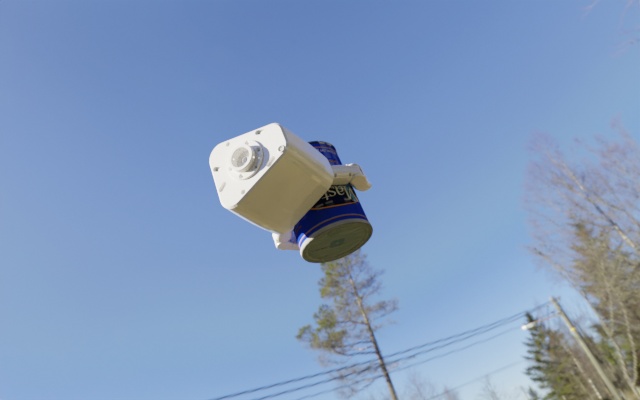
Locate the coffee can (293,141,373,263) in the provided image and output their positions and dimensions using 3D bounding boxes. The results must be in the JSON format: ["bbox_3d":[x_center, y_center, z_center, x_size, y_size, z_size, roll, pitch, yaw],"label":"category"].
[{"bbox_3d":[0.000,0.002,0.673,0.103,0.140,0.103,-17,-30,-10],"label":"coffee can"}]
